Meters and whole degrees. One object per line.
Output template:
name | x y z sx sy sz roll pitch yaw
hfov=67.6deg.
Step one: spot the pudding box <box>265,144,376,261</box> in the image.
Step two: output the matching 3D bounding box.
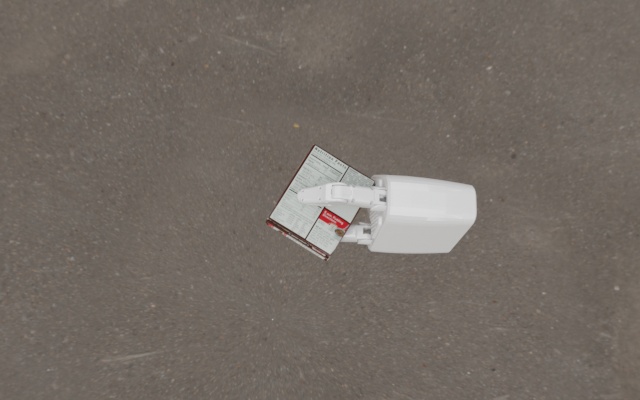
pudding box | 0.000 0.002 0.575 0.090 0.113 0.039 32 -16 0
